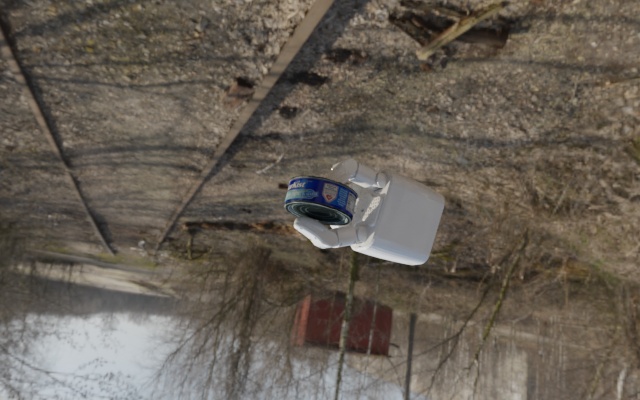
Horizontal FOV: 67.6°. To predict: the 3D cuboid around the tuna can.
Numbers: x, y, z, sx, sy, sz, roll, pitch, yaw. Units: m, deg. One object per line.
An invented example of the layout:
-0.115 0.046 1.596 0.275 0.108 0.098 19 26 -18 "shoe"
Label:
0.000 0.002 0.577 0.086 0.033 0.086 12 -17 4 "tuna can"
